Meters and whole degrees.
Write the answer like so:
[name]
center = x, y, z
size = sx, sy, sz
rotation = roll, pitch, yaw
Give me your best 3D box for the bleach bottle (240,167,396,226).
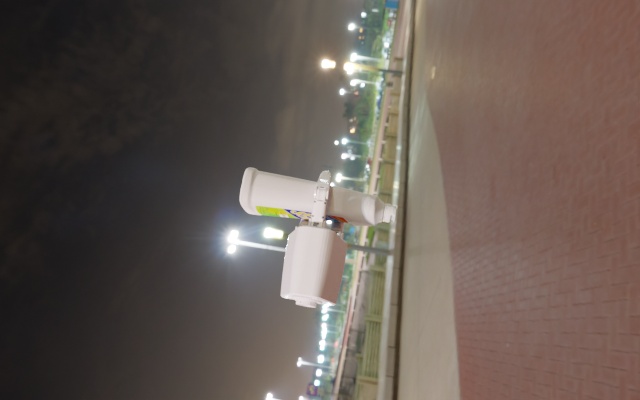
[bleach bottle]
center = 0.000, 0.003, 0.795
size = 0.251, 0.068, 0.102
rotation = 8, -15, 4
